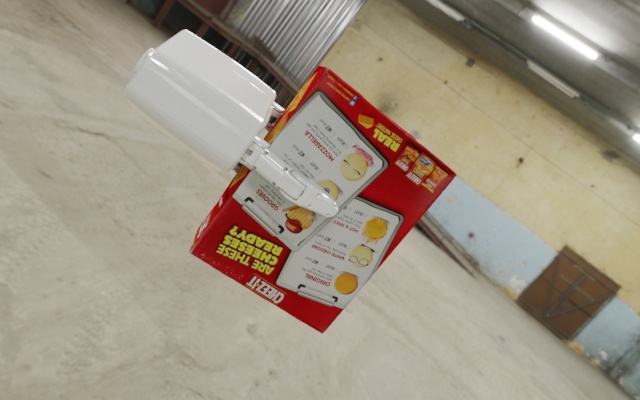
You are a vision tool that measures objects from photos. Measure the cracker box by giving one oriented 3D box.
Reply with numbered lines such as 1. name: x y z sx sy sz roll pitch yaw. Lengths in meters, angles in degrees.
1. cracker box: 0.000 0.001 0.480 0.164 0.214 0.072 35 11 -16
